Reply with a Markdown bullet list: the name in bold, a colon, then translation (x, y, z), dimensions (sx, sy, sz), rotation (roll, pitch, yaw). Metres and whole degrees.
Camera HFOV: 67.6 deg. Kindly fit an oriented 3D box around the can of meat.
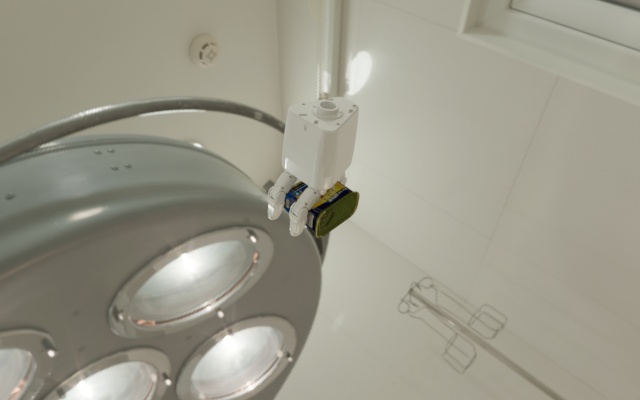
- **can of meat**: translation (0.000, 0.002, 0.799), dimensions (0.084, 0.057, 0.102), rotation (35, 50, 28)
